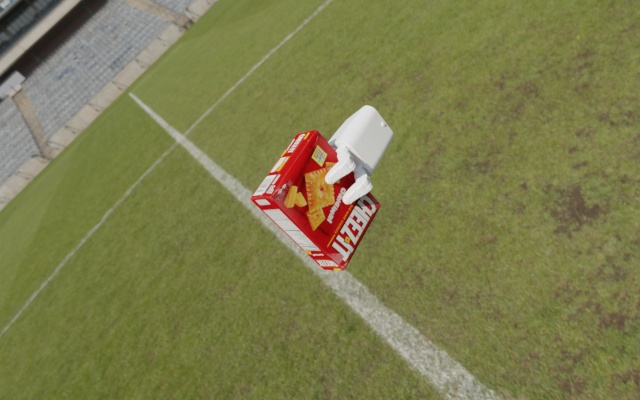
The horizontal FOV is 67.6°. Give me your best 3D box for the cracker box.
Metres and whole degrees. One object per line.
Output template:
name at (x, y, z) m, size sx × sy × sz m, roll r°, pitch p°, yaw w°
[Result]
cracker box at (0.000, 0.003, 0.884) m, size 0.072 × 0.164 × 0.214 m, roll -3°, pitch -43°, yaw 52°
